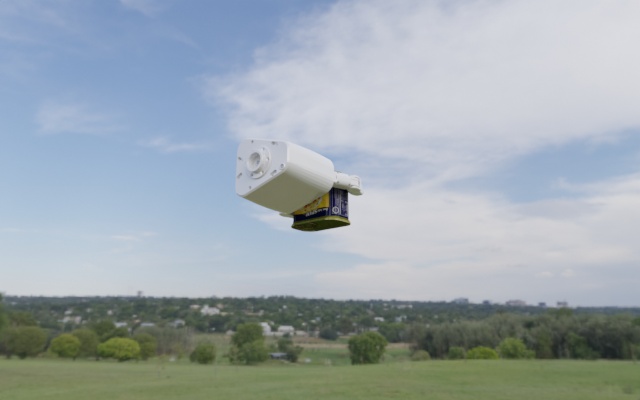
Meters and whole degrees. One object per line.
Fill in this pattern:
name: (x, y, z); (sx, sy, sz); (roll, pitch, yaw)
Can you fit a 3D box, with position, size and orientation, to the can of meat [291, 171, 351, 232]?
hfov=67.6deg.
can of meat: (0.000, 0.002, 0.802); (0.102, 0.084, 0.057); (-13, -20, 39)
